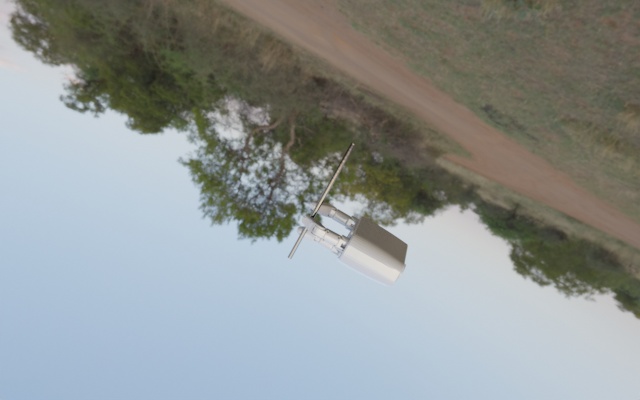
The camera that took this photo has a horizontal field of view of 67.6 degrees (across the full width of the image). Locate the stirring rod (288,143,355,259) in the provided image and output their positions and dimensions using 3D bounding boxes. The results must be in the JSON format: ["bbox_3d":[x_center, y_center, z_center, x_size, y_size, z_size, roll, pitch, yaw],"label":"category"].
[{"bbox_3d":[0.000,0.003,0.866,0.011,0.239,0.011,28,9,-5],"label":"stirring rod"}]
